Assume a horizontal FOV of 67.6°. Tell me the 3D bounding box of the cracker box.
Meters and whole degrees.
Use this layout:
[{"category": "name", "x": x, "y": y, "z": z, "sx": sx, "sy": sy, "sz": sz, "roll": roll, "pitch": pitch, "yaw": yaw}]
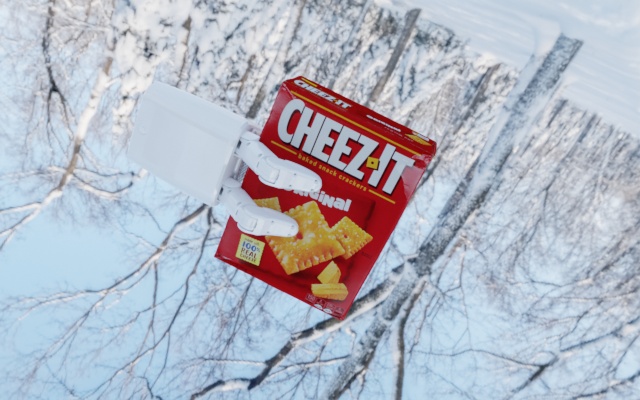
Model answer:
[{"category": "cracker box", "x": 0.000, "y": 0.002, "z": 0.511, "sx": 0.164, "sy": 0.214, "sz": 0.072, "roll": 27, "pitch": 23, "yaw": 4}]
